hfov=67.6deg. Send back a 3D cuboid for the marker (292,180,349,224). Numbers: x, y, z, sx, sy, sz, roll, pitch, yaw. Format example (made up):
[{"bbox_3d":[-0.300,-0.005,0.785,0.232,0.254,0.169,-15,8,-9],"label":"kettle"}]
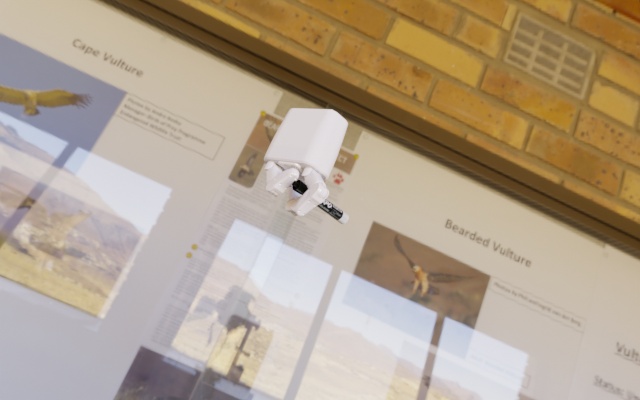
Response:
[{"bbox_3d":[0.000,0.003,0.756,0.121,0.020,0.020,36,-22,-35],"label":"marker"}]
